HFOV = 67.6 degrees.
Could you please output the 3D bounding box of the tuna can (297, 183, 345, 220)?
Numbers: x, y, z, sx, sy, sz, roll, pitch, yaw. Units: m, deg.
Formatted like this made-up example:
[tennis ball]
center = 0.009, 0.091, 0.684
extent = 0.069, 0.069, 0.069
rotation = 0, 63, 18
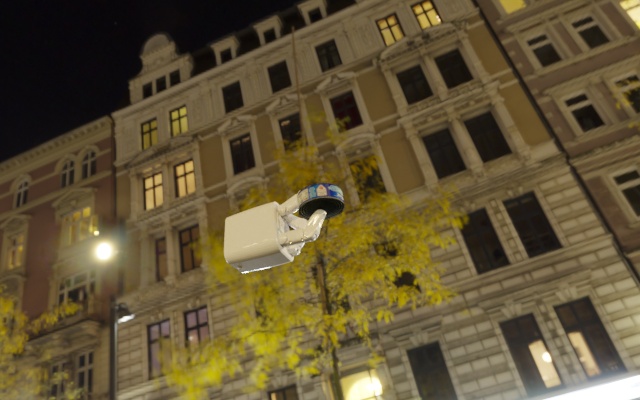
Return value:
[tuna can]
center = 0.000, 0.002, 0.871
extent = 0.086, 0.033, 0.086
rotation = -6, -29, -3
